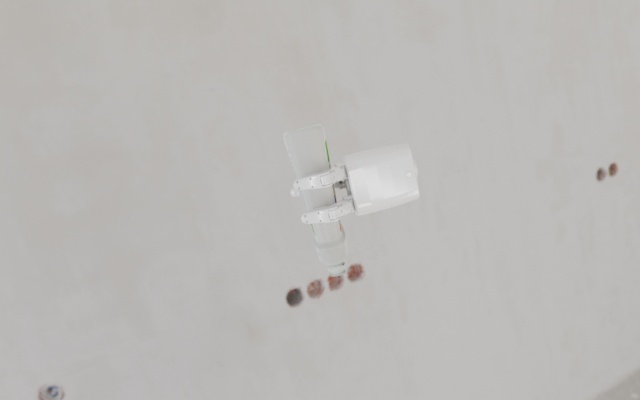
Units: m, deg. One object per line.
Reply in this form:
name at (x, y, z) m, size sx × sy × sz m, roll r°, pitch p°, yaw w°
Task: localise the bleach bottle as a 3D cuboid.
bleach bottle at (0.000, 0.003, 0.797) m, size 0.068 × 0.251 × 0.102 m, roll -14°, pitch 11°, yaw 1°
